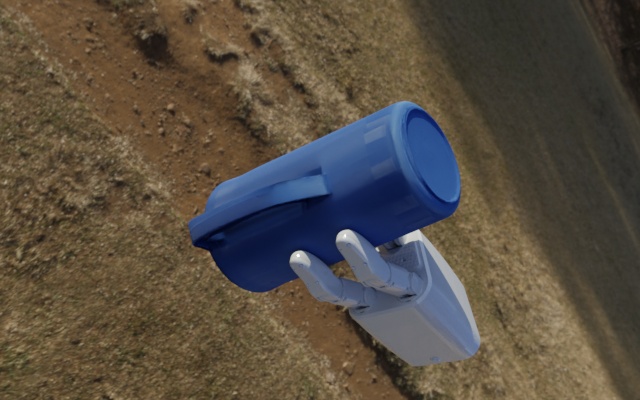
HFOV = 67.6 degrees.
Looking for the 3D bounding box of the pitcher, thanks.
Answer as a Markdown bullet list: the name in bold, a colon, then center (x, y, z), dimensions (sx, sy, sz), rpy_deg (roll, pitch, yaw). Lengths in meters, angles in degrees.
- **pitcher**: center (0.000, 0.002, 0.466), dimensions (0.243, 0.145, 0.149), rpy_deg (-24, 29, 36)
